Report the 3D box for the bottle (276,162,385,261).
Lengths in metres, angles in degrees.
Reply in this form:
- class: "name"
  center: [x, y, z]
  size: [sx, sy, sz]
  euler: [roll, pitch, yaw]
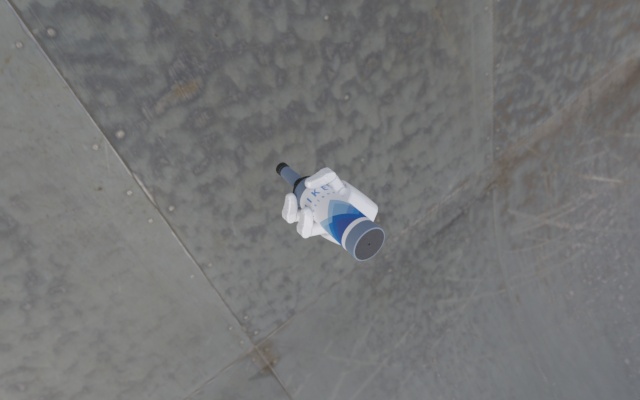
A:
- class: "bottle"
  center: [0.000, 0.003, 0.892]
  size: [0.069, 0.069, 0.295]
  euler: [0, 28, -39]
